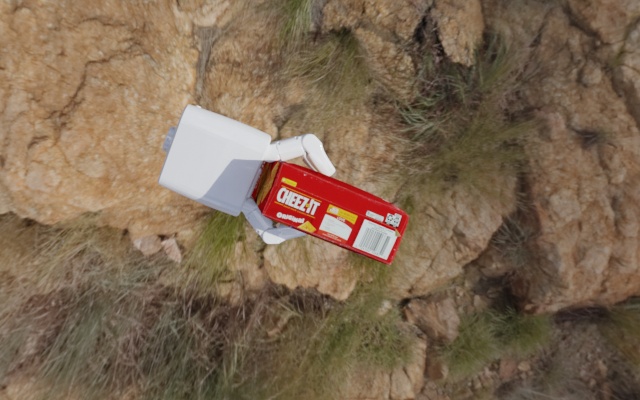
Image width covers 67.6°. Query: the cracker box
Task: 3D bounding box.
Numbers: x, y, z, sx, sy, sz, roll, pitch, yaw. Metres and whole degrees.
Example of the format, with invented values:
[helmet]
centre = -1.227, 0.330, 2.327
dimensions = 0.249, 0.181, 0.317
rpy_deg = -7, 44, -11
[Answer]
[cracker box]
centre = 0.000, 0.002, 0.630
dimensions = 0.164, 0.072, 0.213
rpy_deg = 22, 3, -13
